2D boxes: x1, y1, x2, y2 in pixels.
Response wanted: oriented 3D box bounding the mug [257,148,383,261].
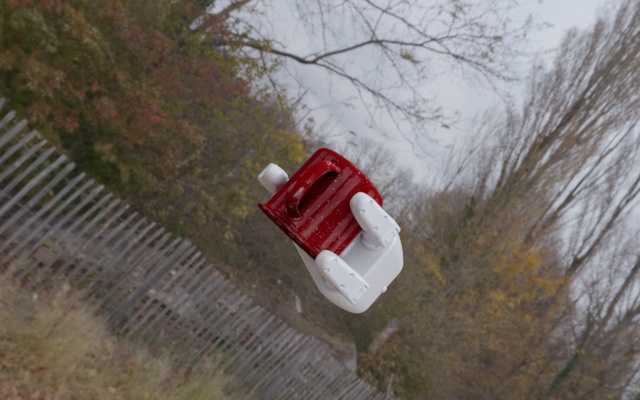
[{"bbox_3d":[0.000,0.001,0.431,0.093,0.081,0.117,39,-9,25],"label":"mug"}]
